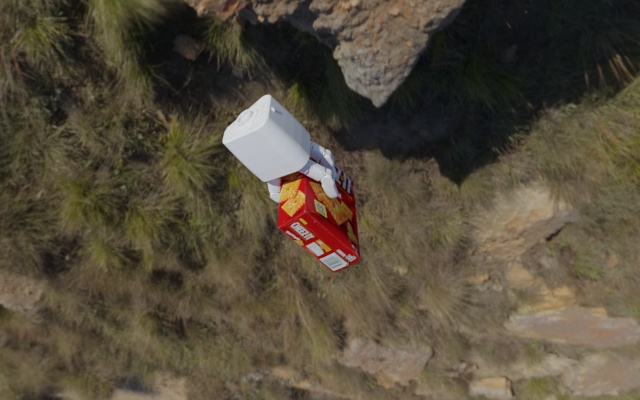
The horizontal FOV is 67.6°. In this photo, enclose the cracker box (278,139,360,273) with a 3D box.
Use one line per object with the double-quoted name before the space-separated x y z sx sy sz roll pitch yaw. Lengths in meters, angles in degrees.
"cracker box" 0.000 0.003 0.898 0.072 0.213 0.164 -29 -52 25
